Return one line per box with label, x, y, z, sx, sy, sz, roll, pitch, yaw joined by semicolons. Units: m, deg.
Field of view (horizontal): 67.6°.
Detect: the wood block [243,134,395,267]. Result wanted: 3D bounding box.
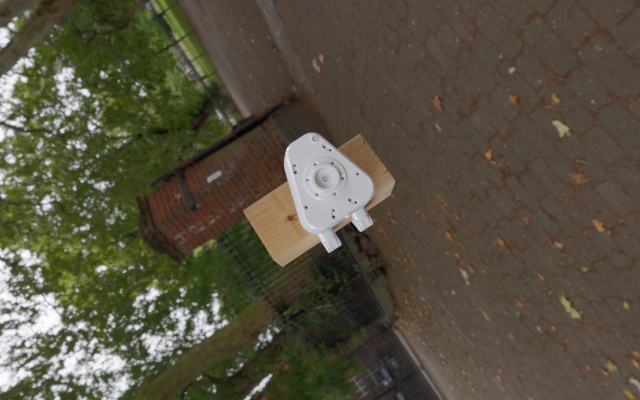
wood block;0.000;0.002;0.724;0.206;0.091;0.090;-33;-13;-4
